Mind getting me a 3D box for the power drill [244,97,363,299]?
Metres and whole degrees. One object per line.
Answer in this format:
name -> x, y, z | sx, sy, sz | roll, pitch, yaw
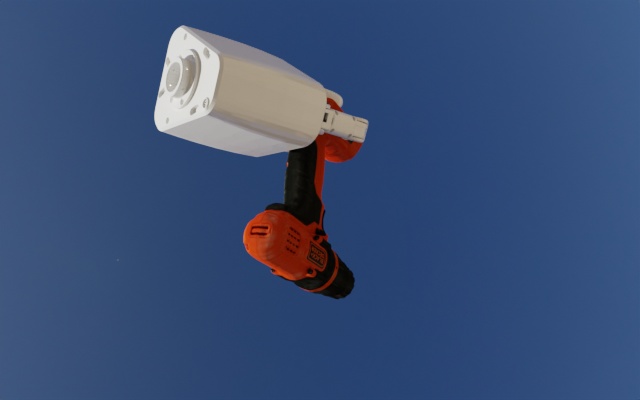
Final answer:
power drill -> 0.000, 0.001, 0.510 | 0.057, 0.187, 0.184 | -2, -24, 26
